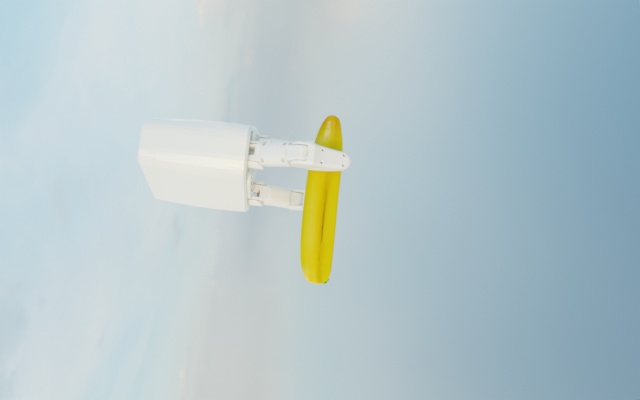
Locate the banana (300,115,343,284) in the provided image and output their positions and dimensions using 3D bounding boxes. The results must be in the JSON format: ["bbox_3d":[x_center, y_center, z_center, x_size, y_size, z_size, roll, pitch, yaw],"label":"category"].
[{"bbox_3d":[0.000,0.010,0.511,0.037,0.198,0.069,5,16,-1],"label":"banana"}]
